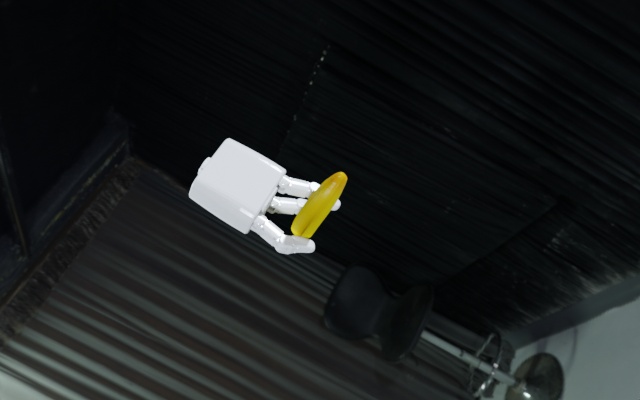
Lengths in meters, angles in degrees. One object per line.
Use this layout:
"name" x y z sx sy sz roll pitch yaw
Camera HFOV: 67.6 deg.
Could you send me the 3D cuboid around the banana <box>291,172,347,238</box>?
"banana" -0.010 0.018 0.709 0.037 0.069 0.198 34 -23 0
